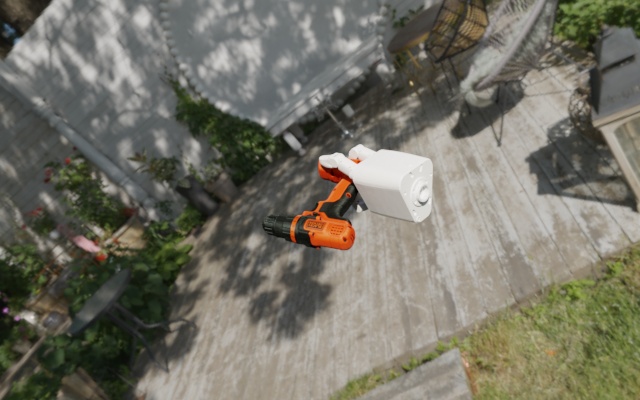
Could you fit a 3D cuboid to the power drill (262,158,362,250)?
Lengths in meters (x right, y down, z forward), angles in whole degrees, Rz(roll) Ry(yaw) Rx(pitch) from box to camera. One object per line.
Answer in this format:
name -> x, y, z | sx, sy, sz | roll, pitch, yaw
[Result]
power drill -> 0.001, 0.003, 0.896 | 0.184, 0.187, 0.057 | 10, -33, 26
